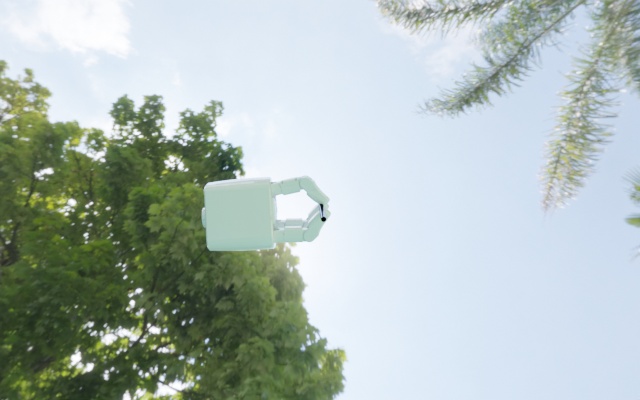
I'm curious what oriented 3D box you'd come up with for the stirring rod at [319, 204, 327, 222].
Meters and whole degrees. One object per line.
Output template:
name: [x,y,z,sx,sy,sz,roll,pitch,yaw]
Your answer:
stirring rod: [0.000,0.003,0.802,0.011,0.011,0.239,0,12,-2]
